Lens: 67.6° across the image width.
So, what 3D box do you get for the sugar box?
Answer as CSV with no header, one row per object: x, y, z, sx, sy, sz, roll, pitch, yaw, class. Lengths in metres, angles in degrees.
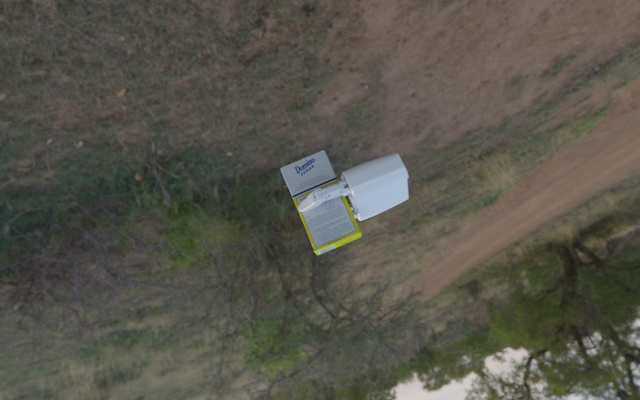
0.000,0.003,0.895,0.093,0.176,0.048,-22,-19,-1,sugar box
